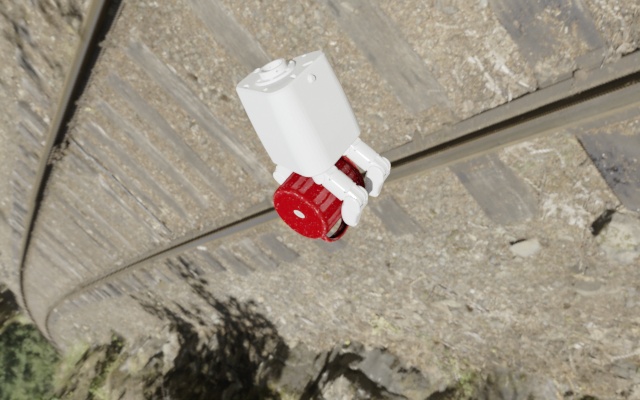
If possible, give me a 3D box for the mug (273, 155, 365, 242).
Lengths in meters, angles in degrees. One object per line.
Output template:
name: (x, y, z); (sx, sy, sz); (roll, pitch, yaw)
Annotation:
mug: (0.000, 0.003, 0.599); (0.093, 0.117, 0.081); (6, 44, 42)
